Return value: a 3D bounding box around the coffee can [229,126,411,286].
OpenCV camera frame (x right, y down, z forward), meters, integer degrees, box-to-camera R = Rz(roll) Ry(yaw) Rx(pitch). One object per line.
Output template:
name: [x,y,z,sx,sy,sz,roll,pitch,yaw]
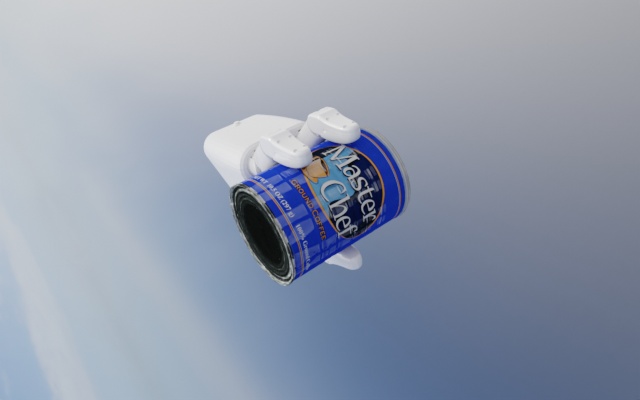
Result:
coffee can: [0.000,0.002,0.456,0.140,0.103,0.103,-29,14,-26]
